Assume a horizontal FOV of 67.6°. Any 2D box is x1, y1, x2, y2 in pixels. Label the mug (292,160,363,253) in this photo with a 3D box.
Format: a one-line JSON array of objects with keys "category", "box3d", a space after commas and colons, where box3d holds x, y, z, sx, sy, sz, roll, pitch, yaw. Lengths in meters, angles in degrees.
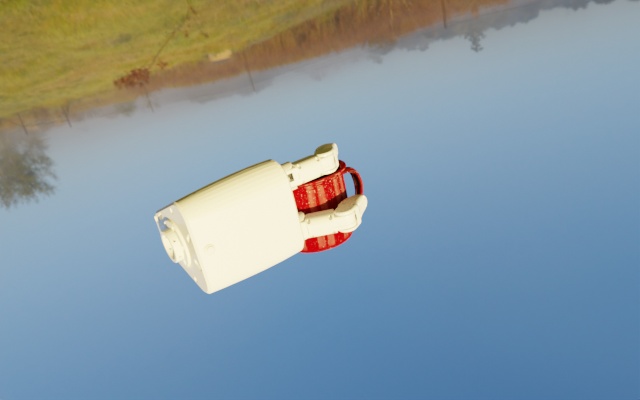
[{"category": "mug", "box3d": [0.001, 0.001, 0.542, 0.117, 0.081, 0.093, -24, 22, -30]}]
